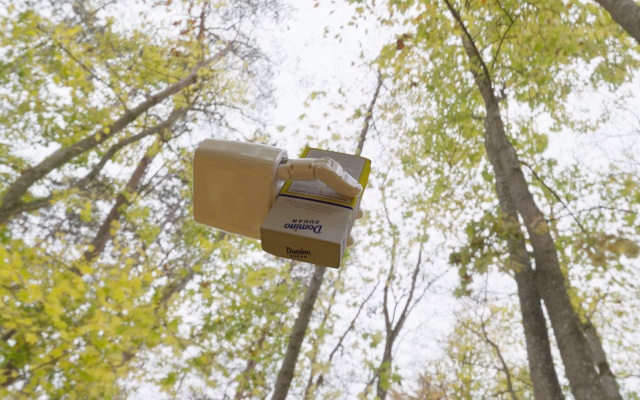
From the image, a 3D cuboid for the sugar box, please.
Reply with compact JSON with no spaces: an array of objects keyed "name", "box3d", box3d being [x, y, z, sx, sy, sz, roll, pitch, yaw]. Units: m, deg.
[{"name":"sugar box","box3d":[0.000,0.002,0.583,0.093,0.048,0.176,11,41,12]}]
